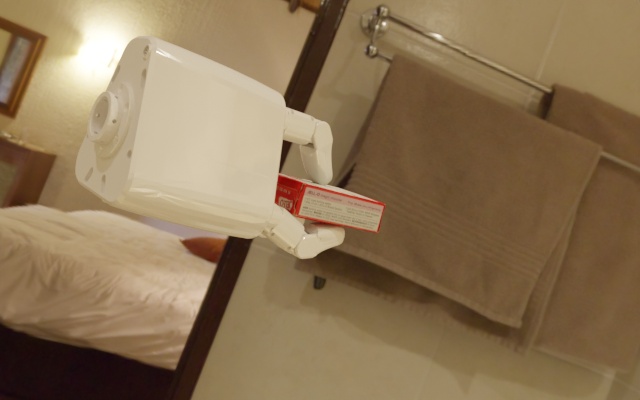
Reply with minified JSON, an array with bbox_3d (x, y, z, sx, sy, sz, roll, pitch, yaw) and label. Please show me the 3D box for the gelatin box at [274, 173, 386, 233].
[{"bbox_3d":[0.000,0.001,0.423,0.089,0.030,0.073,12,5,-32],"label":"gelatin box"}]
